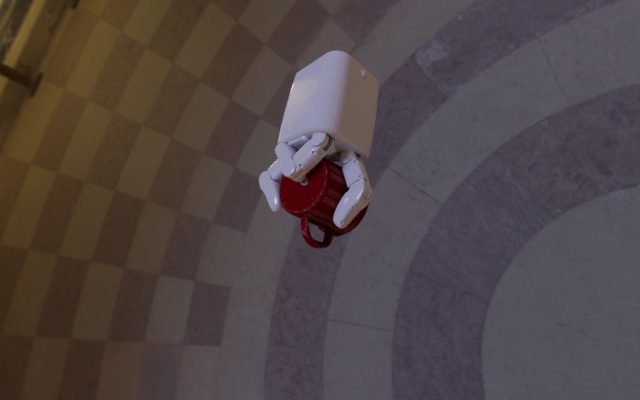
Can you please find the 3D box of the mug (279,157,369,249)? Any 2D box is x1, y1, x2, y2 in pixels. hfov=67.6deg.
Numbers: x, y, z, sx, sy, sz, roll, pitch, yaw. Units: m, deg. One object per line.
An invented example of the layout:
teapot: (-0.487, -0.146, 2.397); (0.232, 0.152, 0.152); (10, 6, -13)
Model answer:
mug: (0.000, 0.003, 0.603); (0.093, 0.117, 0.081); (-3, -20, 41)
